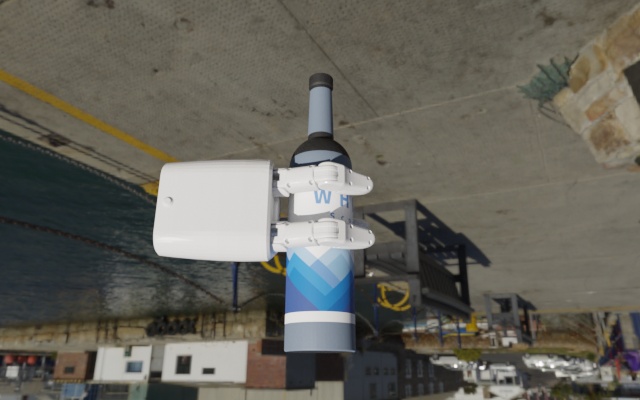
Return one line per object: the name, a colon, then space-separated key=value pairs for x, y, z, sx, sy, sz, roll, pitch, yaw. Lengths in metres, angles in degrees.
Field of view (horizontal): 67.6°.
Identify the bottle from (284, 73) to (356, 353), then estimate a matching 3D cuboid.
bottle: x=0.000 y=0.002 z=0.491 sx=0.069 sy=0.295 sz=0.069 roll=0 pitch=-19 yaw=0
